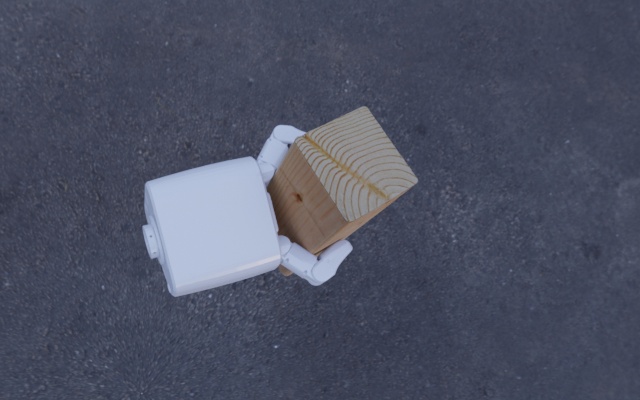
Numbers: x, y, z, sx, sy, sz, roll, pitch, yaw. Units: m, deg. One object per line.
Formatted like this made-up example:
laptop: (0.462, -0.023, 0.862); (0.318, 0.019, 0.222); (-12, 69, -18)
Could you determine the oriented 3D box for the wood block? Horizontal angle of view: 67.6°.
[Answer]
wood block: (0.000, 0.002, 0.516); (0.090, 0.091, 0.206); (-29, -9, -28)
